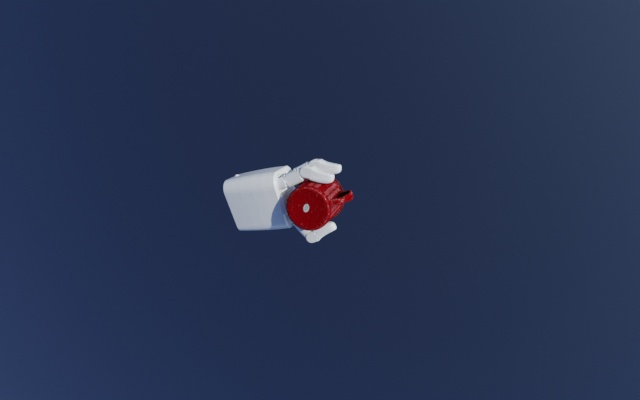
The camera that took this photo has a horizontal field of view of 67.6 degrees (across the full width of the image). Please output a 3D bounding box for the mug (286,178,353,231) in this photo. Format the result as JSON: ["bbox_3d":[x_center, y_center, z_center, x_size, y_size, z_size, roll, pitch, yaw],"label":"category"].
[{"bbox_3d":[0.001,0.003,0.845,0.117,0.093,0.081,-7,14,18],"label":"mug"}]
